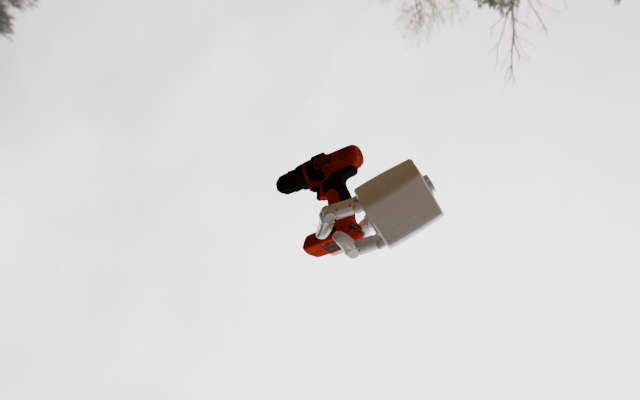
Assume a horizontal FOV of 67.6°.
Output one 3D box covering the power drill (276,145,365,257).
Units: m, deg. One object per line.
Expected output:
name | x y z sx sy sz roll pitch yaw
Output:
power drill | 0.000 0.003 0.864 0.184 0.187 0.057 -22 -32 26
